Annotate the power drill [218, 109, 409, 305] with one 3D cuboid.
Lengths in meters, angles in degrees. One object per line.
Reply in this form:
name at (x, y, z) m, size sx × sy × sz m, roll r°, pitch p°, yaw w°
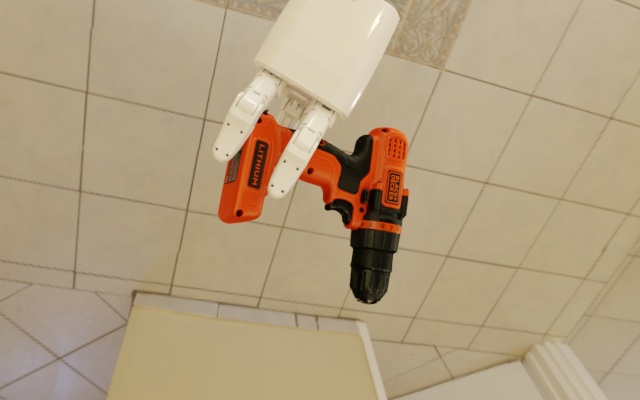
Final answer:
power drill at (0.000, 0.001, 0.468) m, size 0.188 × 0.184 × 0.057 m, roll 13°, pitch -11°, yaw -27°
